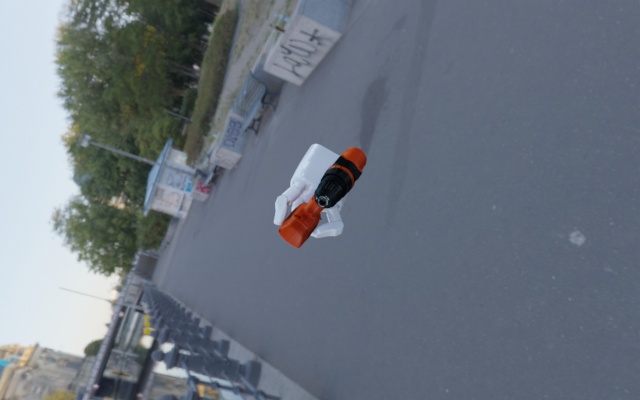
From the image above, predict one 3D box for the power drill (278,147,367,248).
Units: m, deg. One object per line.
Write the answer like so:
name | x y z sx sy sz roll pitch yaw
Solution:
power drill | 0.000 0.003 0.848 0.188 0.057 0.184 -48 1 36
